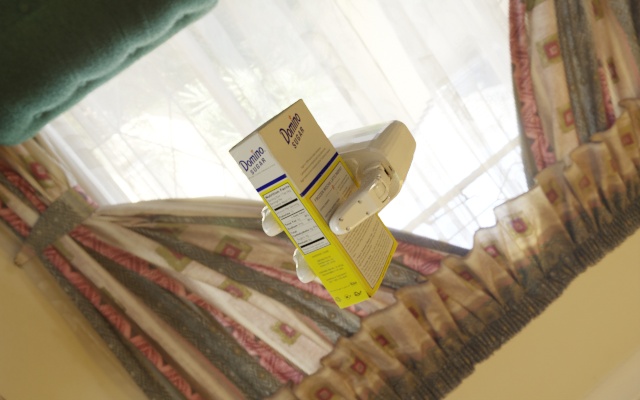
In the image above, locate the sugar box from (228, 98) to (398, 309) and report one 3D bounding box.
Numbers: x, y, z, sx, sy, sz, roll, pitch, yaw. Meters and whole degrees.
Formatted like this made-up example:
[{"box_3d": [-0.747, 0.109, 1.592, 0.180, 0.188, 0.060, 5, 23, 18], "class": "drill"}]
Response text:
[{"box_3d": [0.000, 0.002, 0.441, 0.048, 0.176, 0.093, -29, 13, 34], "class": "sugar box"}]
